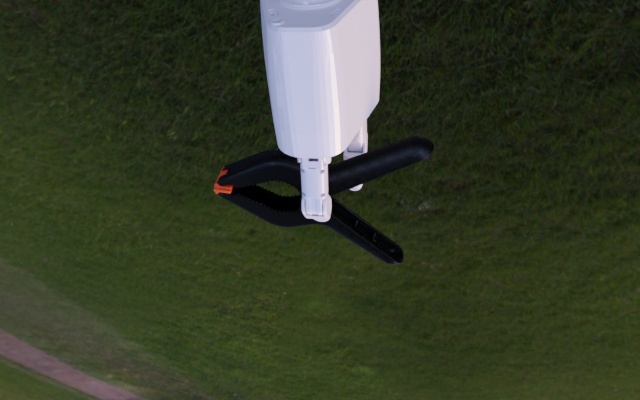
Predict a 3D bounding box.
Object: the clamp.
[{"bbox_3d":[-0.001,0.002,0.482,0.210,0.165,0.036,3,43,9],"label":"clamp"}]
